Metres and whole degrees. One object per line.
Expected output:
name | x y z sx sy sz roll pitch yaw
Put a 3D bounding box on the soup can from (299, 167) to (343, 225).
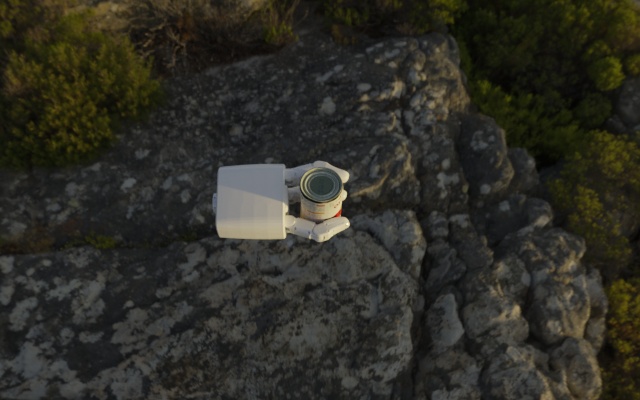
soup can | 0.001 0.002 0.757 0.068 0.068 0.102 0 -33 -1
